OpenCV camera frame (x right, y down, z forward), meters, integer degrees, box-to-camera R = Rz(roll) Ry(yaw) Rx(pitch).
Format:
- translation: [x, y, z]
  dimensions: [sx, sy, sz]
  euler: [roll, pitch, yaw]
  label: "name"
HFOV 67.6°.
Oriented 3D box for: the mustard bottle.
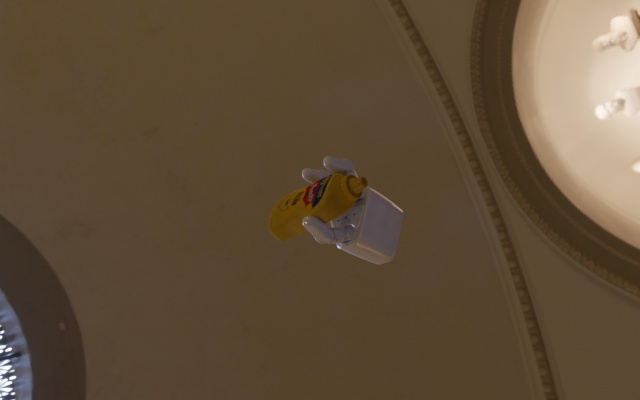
- translation: [0.000, 0.003, 0.796]
  dimensions: [0.192, 0.058, 0.096]
  euler: [-24, 27, 38]
  label: "mustard bottle"
